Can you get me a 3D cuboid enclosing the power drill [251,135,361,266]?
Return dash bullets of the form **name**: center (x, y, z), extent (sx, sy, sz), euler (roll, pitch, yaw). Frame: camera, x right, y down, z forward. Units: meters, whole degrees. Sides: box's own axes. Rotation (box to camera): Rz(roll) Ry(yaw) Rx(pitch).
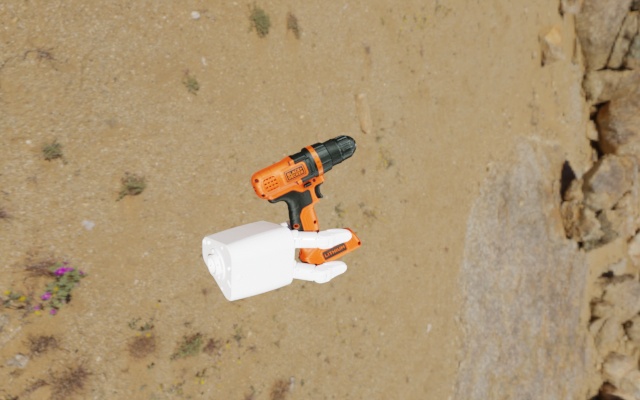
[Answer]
- **power drill**: center (0.000, 0.003, 0.787), extent (0.184, 0.188, 0.057), euler (-25, 14, -12)
